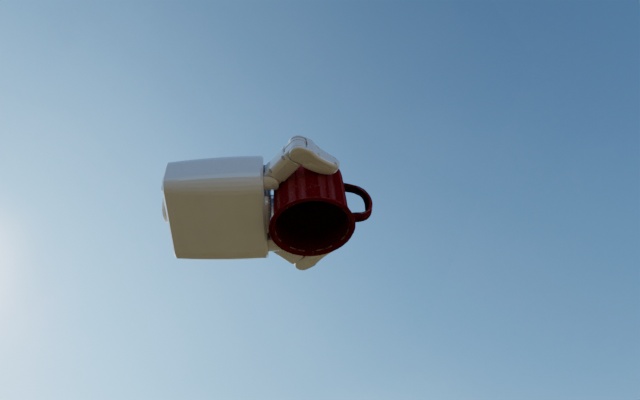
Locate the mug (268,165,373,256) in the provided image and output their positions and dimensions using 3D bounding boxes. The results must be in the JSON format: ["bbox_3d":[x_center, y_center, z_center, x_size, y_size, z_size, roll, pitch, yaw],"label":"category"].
[{"bbox_3d":[0.002,0.001,0.537,0.117,0.093,0.081,-2,44,-4],"label":"mug"}]
